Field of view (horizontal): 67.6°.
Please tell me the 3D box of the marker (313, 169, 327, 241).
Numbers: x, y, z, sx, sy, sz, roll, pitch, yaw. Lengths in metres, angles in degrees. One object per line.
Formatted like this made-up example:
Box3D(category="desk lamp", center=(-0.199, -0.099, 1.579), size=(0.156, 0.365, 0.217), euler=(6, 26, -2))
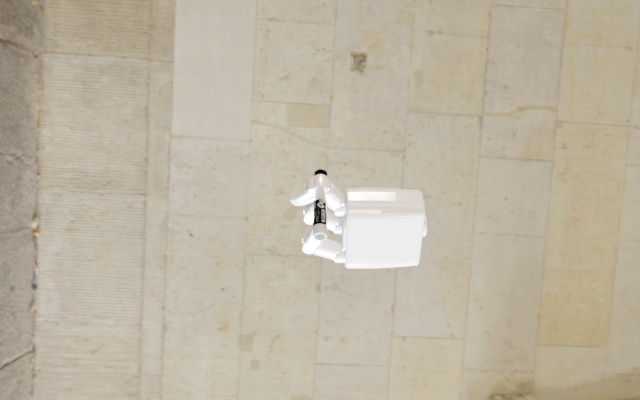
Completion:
Box3D(category="marker", center=(0.000, 0.002, 0.650), size=(0.020, 0.121, 0.020), euler=(0, -43, 0))
